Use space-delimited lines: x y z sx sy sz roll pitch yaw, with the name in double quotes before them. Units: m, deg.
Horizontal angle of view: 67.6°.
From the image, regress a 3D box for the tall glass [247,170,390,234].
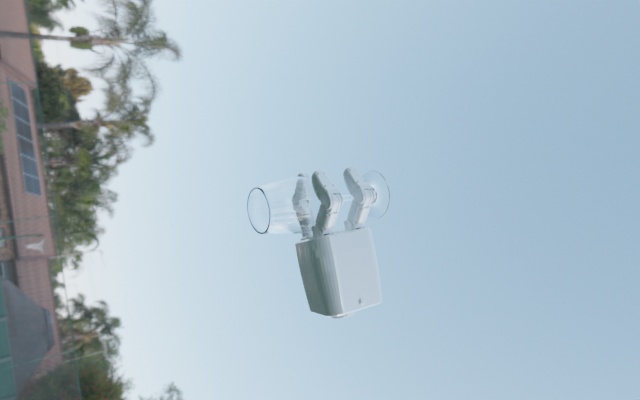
"tall glass" 0.001 0.002 0.675 0.201 0.079 0.079 -8 4 -35
